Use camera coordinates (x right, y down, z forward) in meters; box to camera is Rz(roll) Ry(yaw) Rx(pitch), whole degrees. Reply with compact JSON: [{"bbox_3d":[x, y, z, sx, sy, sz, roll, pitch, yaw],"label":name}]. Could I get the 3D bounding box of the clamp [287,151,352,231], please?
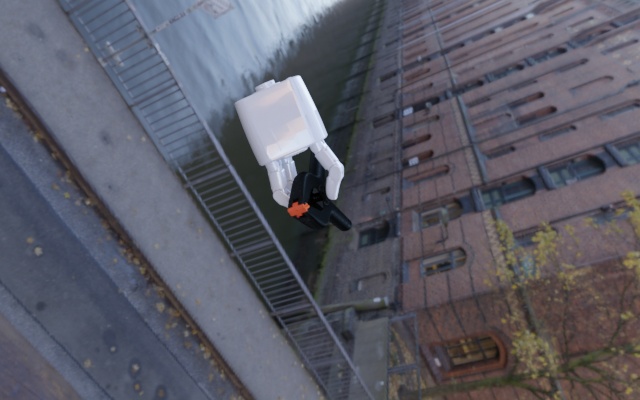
[{"bbox_3d":[0.001,0.002,0.786,0.036,0.164,0.210,-19,12,20],"label":"clamp"}]
